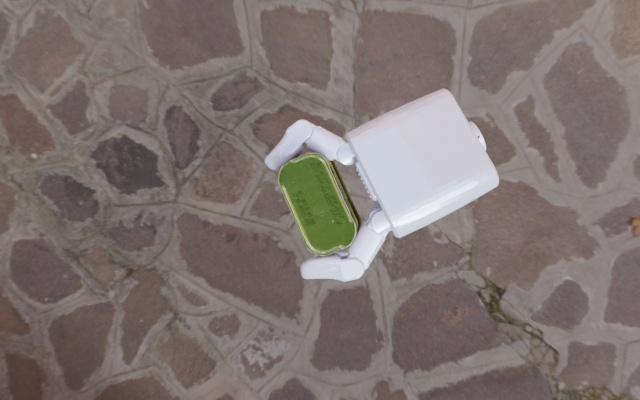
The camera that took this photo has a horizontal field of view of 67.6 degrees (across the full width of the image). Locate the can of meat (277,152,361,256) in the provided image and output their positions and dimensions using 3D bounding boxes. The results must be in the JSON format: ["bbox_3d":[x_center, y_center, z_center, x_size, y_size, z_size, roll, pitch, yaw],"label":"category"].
[{"bbox_3d":[0.000,0.002,0.480,0.057,0.102,0.084,-25,1,5],"label":"can of meat"}]
